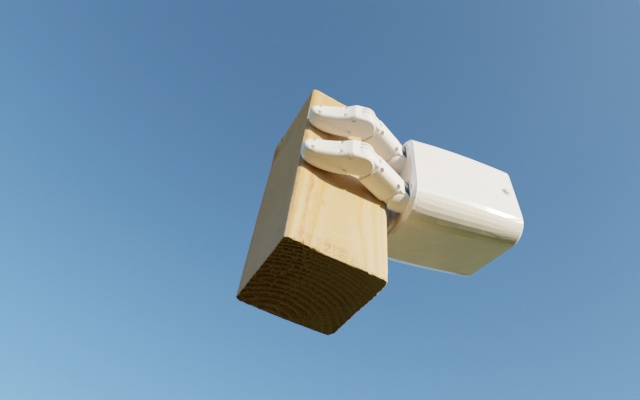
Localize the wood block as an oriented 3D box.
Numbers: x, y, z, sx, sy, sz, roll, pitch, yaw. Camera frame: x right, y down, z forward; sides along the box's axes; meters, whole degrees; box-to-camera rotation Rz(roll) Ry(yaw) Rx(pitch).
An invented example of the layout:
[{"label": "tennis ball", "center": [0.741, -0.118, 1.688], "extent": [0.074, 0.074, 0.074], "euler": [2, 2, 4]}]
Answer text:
[{"label": "wood block", "center": [0.000, 0.002, 0.439], "extent": [0.090, 0.206, 0.091], "euler": [25, -51, -15]}]
